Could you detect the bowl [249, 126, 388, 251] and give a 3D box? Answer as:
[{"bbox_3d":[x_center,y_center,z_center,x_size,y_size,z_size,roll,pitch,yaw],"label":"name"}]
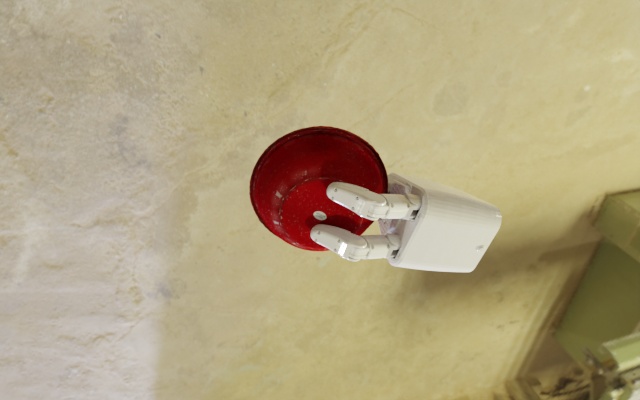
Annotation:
[{"bbox_3d":[-0.001,0.002,0.533,0.162,0.162,0.055,0,31,-4],"label":"bowl"}]
